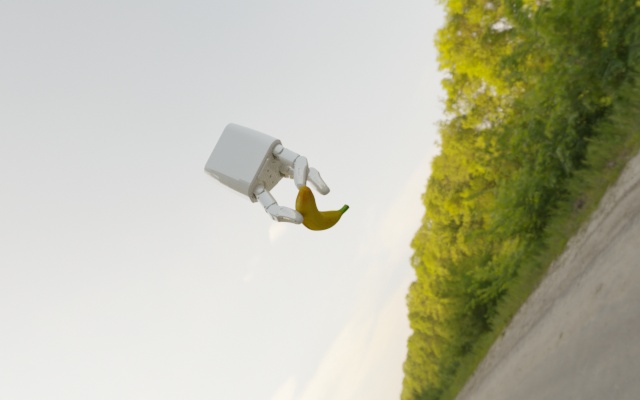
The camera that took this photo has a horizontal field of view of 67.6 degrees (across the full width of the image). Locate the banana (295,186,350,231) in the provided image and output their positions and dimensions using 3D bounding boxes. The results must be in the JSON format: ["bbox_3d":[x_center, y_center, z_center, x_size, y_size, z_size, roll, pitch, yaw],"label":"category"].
[{"bbox_3d":[-0.007,0.020,0.837,0.037,0.069,0.198,27,2,23],"label":"banana"}]
